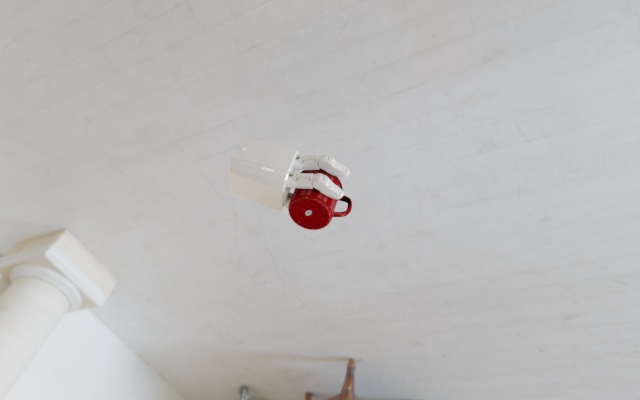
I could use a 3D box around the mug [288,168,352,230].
[{"bbox_3d":[0.001,0.003,0.878,0.117,0.093,0.081,15,42,3],"label":"mug"}]
